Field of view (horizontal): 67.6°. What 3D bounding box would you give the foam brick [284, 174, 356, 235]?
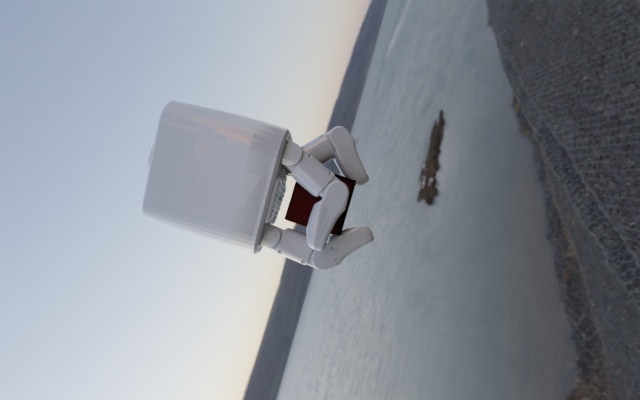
[{"bbox_3d":[0.000,0.002,0.452,0.051,0.053,0.078,16,-4,1],"label":"foam brick"}]
